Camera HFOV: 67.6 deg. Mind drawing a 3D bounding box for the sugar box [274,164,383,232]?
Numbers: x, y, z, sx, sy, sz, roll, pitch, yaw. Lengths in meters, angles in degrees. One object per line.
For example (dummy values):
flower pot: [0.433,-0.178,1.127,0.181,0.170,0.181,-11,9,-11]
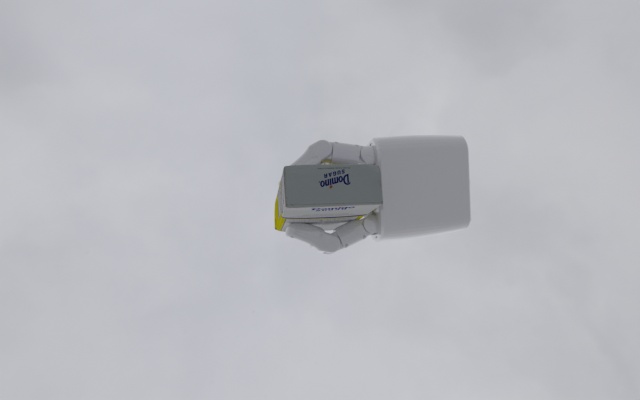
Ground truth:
sugar box: [0.000,0.001,0.518,0.093,0.048,0.176,-2,-13,-9]
